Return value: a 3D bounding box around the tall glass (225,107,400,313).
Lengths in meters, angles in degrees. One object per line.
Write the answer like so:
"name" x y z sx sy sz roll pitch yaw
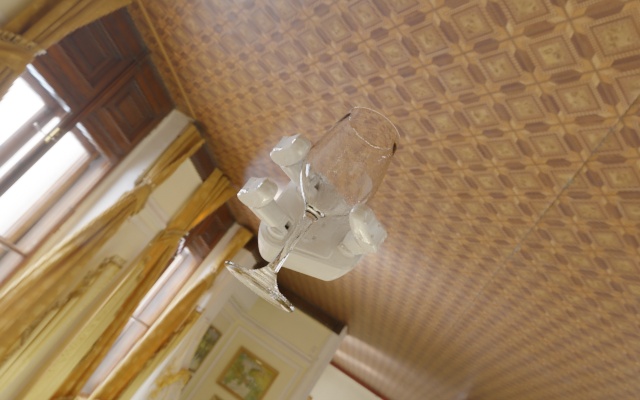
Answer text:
"tall glass" 0.000 0.002 0.454 0.079 0.201 0.079 31 -21 13
